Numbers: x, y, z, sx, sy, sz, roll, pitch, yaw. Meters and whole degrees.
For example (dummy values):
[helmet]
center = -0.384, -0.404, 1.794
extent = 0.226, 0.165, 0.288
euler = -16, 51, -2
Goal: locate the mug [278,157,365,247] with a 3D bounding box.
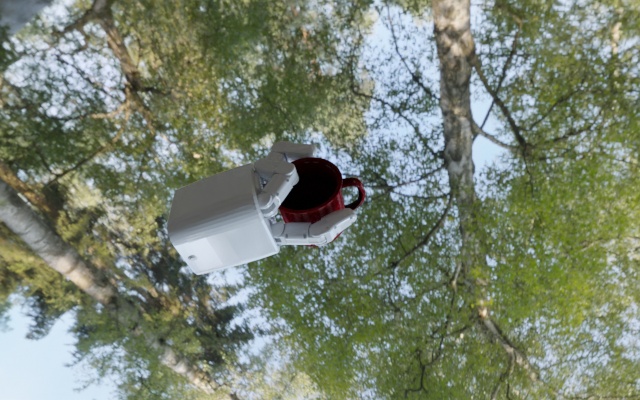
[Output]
[mug]
center = 0.002, 0.002, 0.613
extent = 0.117, 0.093, 0.082
euler = -16, -42, 1
